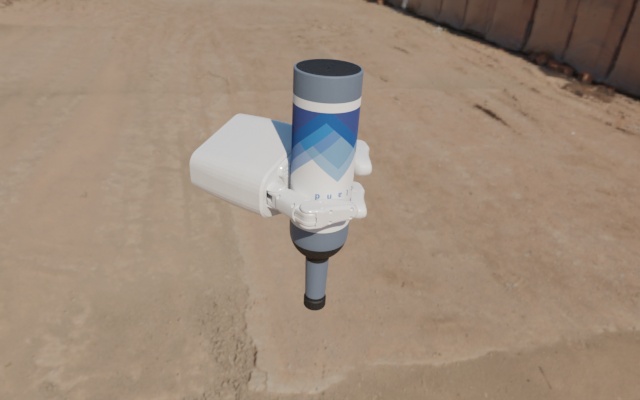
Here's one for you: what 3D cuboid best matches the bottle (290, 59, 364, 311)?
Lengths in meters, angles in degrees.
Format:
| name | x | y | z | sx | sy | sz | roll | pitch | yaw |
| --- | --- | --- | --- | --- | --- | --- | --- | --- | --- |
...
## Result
| name | x | y | z | sx | sy | sz | roll | pitch | yaw |
| --- | --- | --- | --- | --- | --- | --- | --- | --- | --- |
| bottle | 0.000 | 0.002 | 0.523 | 0.069 | 0.296 | 0.069 | 3 | 30 | -1 |
